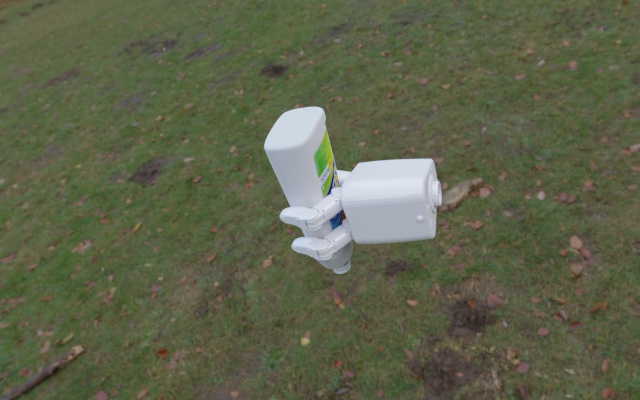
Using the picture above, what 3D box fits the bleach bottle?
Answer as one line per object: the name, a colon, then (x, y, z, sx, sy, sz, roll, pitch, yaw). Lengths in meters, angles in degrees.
bleach bottle: (0.000, 0.002, 0.676, 0.068, 0.251, 0.102, -3, 39, 23)
